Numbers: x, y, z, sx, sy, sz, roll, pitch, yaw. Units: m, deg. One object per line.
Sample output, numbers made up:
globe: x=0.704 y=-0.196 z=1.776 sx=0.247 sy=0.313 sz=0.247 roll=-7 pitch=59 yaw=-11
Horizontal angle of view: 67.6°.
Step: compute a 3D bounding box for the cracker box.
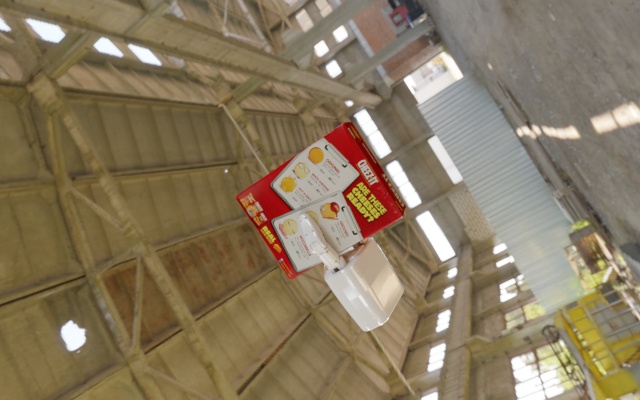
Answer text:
cracker box: x=0.000 y=0.003 z=0.750 sx=0.214 sy=0.164 sz=0.072 roll=-32 pitch=4 yaw=20
